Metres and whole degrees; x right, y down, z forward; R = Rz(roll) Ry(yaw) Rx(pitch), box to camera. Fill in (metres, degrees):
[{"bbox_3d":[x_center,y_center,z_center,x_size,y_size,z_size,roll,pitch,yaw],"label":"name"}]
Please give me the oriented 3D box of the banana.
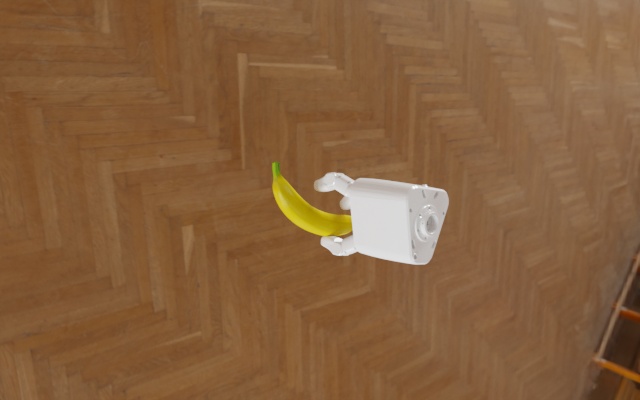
[{"bbox_3d":[-0.010,0.017,0.758,0.198,0.069,0.037,36,-20,-35],"label":"banana"}]
